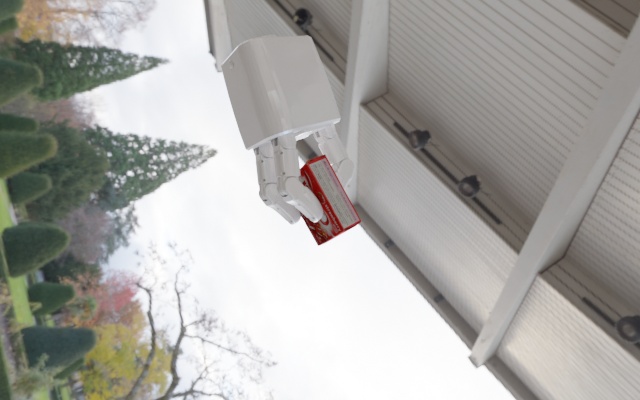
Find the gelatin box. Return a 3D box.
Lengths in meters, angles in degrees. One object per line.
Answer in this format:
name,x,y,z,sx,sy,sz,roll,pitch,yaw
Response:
gelatin box,0.001,0.002,0.554,0.030,0.089,0.073,-26,-6,-30
